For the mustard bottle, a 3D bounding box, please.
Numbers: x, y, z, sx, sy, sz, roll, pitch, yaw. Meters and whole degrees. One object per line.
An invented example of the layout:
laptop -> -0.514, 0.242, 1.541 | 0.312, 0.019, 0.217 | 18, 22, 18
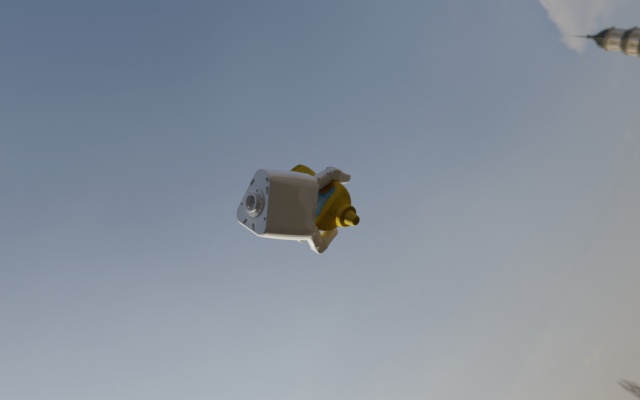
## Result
mustard bottle -> 0.000, 0.003, 0.886 | 0.191, 0.096, 0.058 | 28, -9, 44
